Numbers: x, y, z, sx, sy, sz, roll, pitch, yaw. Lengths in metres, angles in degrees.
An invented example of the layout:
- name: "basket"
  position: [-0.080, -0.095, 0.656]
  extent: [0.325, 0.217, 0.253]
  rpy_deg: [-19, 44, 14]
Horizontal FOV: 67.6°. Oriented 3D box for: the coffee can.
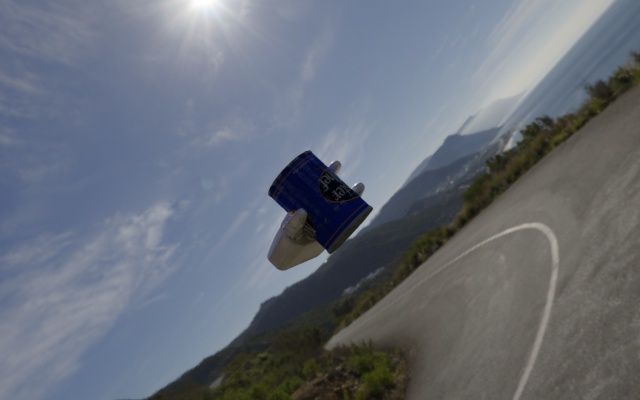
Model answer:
- name: "coffee can"
  position: [0.000, 0.003, 0.776]
  extent: [0.140, 0.103, 0.103]
  rpy_deg: [43, 8, 9]
